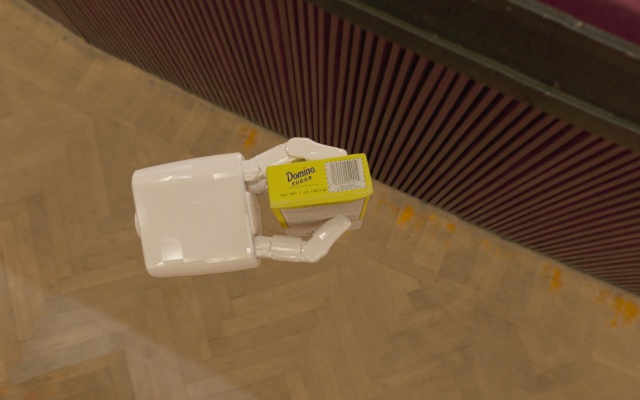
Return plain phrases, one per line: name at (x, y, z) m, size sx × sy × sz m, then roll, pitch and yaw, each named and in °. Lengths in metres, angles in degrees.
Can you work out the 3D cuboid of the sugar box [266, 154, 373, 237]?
sugar box at (0.000, 0.001, 0.506) m, size 0.093 × 0.048 × 0.176 m, roll -7°, pitch -11°, yaw -1°
